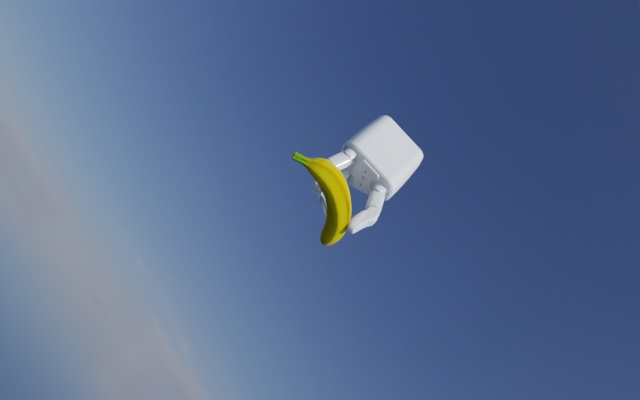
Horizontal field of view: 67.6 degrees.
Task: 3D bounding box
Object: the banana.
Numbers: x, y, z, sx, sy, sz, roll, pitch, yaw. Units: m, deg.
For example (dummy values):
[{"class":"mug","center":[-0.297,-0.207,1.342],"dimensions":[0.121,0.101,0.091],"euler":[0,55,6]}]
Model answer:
[{"class":"banana","center":[0.015,0.004,0.725],"dimensions":[0.069,0.198,0.037],"euler":[14,49,30]}]
